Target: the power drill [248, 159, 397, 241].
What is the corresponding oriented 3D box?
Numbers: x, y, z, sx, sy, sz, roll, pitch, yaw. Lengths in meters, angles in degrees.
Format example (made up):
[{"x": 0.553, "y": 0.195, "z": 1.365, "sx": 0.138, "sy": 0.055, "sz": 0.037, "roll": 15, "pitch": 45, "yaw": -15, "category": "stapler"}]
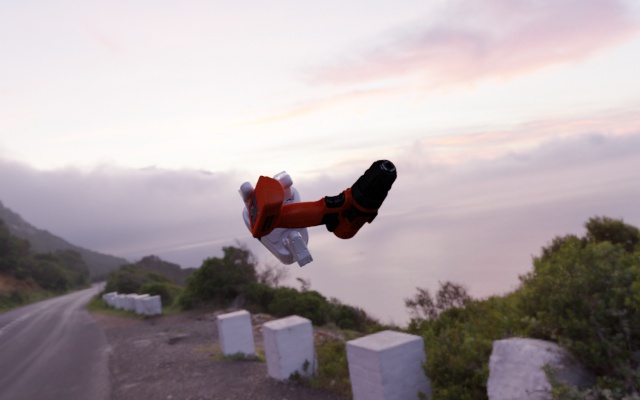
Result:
[{"x": 0.000, "y": 0.002, "z": 0.682, "sx": 0.187, "sy": 0.057, "sz": 0.184, "roll": 1, "pitch": -33, "yaw": -21, "category": "power drill"}]
